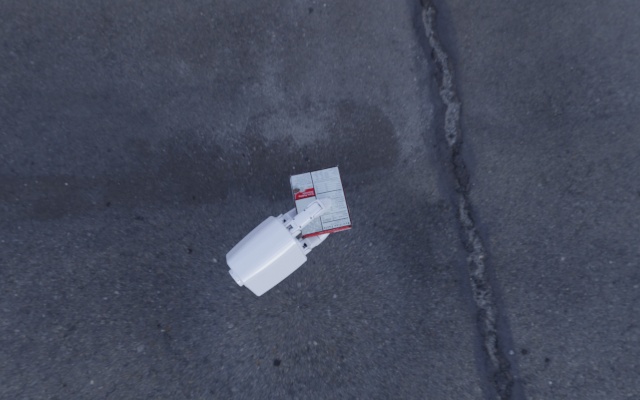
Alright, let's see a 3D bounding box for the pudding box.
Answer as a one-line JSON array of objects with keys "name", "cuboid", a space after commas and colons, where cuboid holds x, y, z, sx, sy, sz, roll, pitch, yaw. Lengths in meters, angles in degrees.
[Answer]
[{"name": "pudding box", "cuboid": [0.000, 0.003, 0.828, 0.090, 0.113, 0.039, -12, -10, -3]}]
